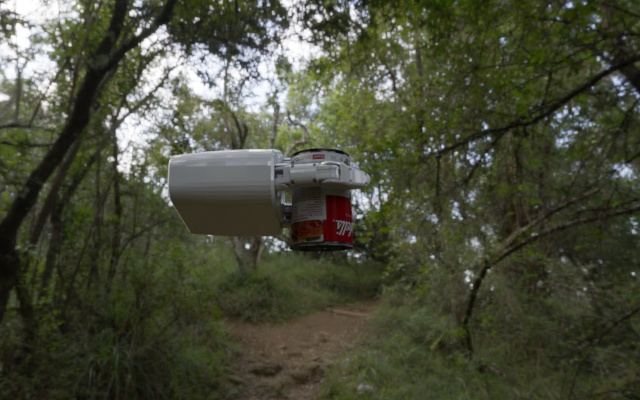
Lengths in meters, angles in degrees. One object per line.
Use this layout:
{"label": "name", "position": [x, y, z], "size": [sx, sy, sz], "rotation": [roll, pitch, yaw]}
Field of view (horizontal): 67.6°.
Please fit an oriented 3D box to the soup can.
{"label": "soup can", "position": [0.001, 0.001, 0.516], "size": [0.068, 0.102, 0.068], "rotation": [-1, -12, 0]}
